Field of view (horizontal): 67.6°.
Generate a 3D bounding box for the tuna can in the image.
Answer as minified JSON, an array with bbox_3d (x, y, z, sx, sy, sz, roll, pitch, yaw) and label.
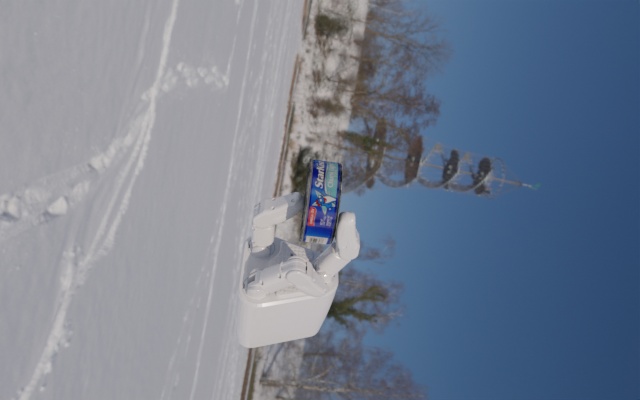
[{"bbox_3d":[0.001,0.002,0.489,0.034,0.086,0.086,7,0,-3],"label":"tuna can"}]
